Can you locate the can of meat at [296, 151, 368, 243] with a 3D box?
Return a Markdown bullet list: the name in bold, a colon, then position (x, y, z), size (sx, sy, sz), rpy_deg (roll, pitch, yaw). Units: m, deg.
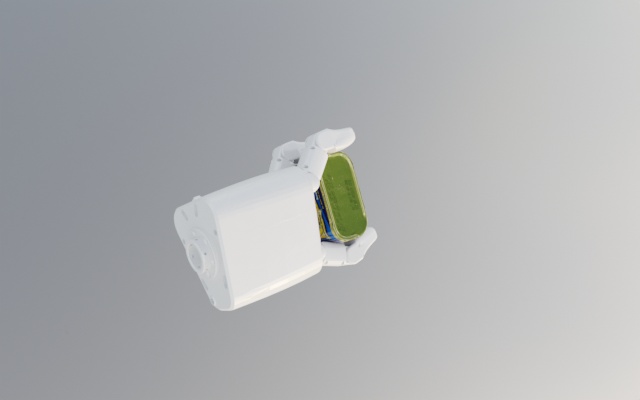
- **can of meat**: position (0.000, 0.002, 0.539), size (0.057, 0.102, 0.084), rpy_deg (-16, -1, -38)
